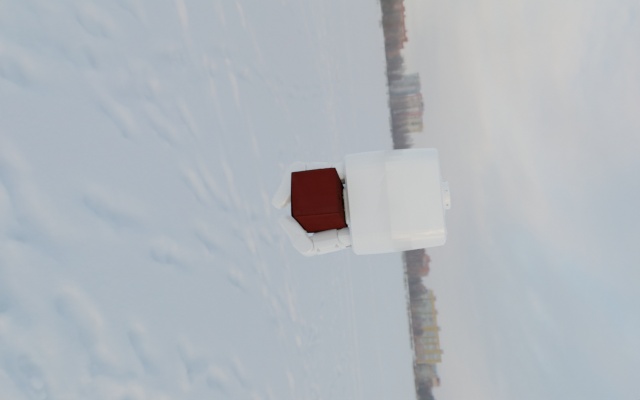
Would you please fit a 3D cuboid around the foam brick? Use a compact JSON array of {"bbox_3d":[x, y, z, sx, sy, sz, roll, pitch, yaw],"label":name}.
[{"bbox_3d":[0.000,0.002,0.539,0.051,0.053,0.078,-5,-18,10],"label":"foam brick"}]
